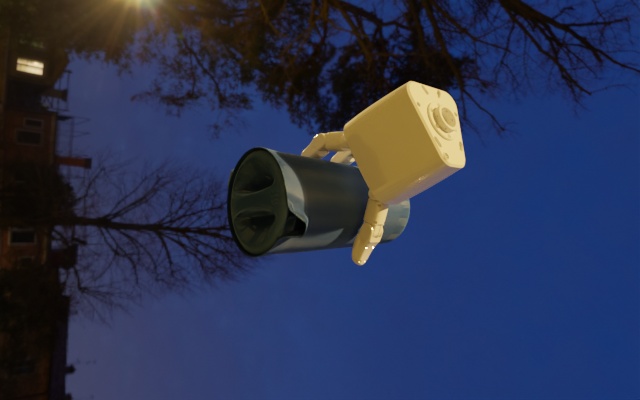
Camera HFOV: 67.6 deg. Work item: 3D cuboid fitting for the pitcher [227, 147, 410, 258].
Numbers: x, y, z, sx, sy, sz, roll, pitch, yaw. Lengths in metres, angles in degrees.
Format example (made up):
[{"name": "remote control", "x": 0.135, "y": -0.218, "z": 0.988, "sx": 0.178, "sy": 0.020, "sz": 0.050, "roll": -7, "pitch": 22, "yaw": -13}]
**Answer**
[{"name": "pitcher", "x": 0.000, "y": 0.002, "z": 0.656, "sx": 0.243, "sy": 0.149, "sz": 0.145, "roll": 3, "pitch": -27, "yaw": -41}]
